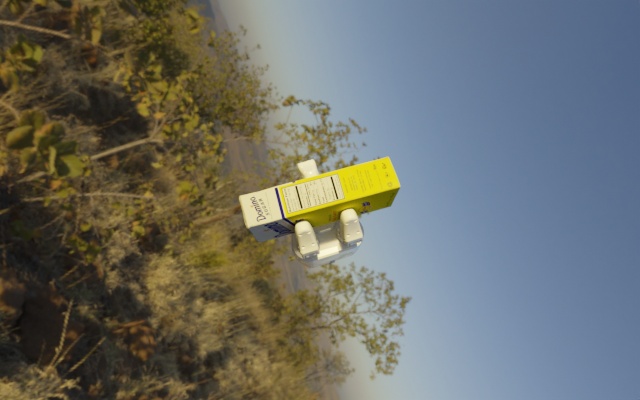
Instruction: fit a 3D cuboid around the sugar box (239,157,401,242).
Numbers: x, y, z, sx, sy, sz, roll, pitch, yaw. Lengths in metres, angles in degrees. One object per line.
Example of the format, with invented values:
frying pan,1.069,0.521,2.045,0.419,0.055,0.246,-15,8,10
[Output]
sugar box,0.000,0.002,0.567,0.176,0.048,0.093,-18,-15,-3
